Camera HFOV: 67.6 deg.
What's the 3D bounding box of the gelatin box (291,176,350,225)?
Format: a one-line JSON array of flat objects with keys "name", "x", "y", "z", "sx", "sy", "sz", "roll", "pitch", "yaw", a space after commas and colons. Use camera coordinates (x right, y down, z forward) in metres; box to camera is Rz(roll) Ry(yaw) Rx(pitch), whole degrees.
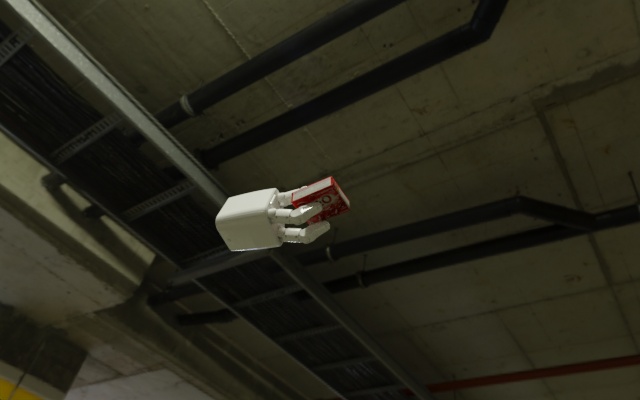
[{"name": "gelatin box", "x": 0.000, "y": 0.002, "z": 0.895, "sx": 0.089, "sy": 0.030, "sz": 0.073, "roll": -22, "pitch": -51, "yaw": 19}]
